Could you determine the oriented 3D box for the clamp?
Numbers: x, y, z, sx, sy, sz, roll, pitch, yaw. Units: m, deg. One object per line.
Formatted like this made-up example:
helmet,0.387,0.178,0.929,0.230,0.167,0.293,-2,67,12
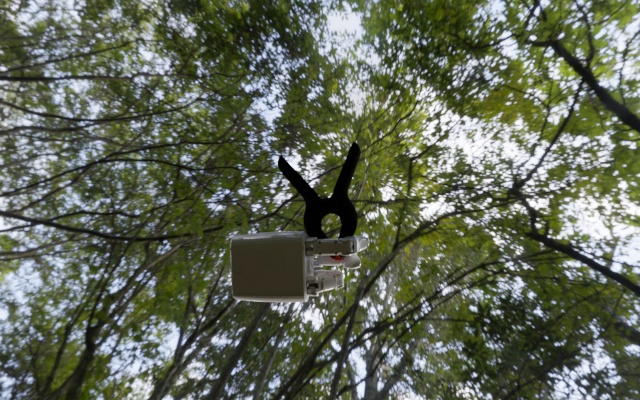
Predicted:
clamp,0.000,0.002,0.696,0.120,0.171,0.039,-1,3,5
